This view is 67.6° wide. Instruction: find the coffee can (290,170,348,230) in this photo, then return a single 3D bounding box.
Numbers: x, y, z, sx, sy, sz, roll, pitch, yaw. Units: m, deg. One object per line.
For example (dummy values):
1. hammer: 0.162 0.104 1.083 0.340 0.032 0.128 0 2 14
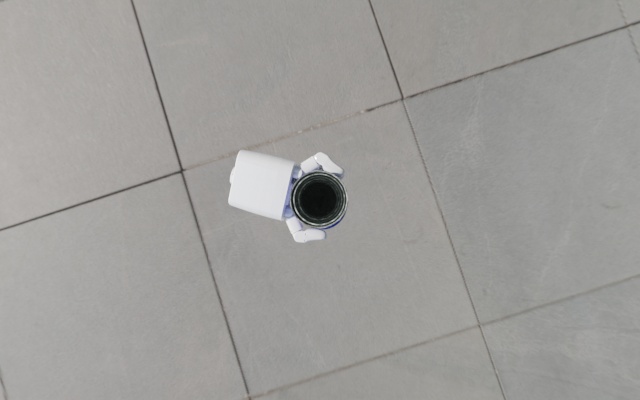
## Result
1. coffee can: 0.000 0.003 0.899 0.103 0.103 0.140 0 -4 2
